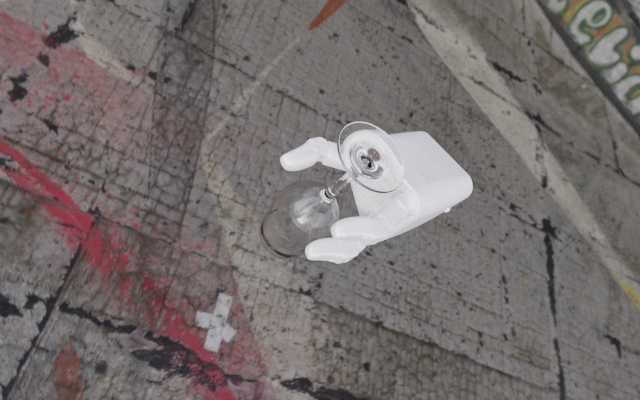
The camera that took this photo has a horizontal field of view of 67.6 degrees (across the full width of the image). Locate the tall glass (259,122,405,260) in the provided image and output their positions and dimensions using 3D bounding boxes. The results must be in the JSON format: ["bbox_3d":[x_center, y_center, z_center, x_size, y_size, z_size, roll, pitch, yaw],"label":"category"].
[{"bbox_3d":[0.000,0.001,0.510,0.079,0.079,0.201,0,-25,-32],"label":"tall glass"}]
